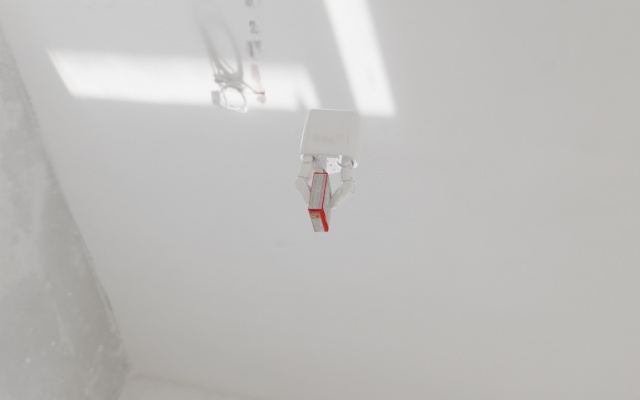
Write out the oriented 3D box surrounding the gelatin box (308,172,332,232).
[{"bbox_3d":[0.001,0.003,0.889,0.030,0.089,0.073,0,-36,11],"label":"gelatin box"}]
